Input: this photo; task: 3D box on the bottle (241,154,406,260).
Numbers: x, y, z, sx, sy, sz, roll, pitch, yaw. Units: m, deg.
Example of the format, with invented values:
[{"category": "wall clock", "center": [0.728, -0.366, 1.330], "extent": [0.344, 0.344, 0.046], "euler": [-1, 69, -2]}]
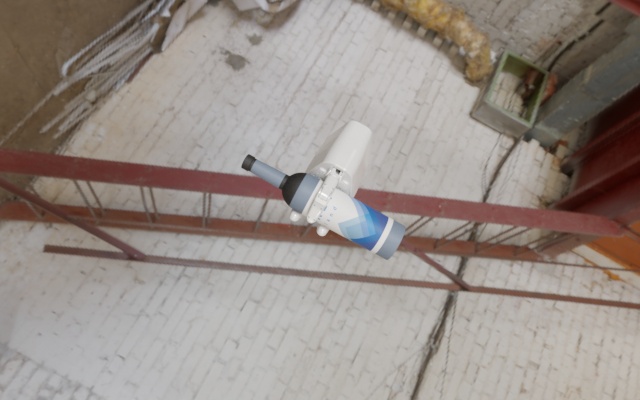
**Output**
[{"category": "bottle", "center": [0.000, 0.003, 0.816], "extent": [0.296, 0.069, 0.069], "euler": [29, 0, -1]}]
